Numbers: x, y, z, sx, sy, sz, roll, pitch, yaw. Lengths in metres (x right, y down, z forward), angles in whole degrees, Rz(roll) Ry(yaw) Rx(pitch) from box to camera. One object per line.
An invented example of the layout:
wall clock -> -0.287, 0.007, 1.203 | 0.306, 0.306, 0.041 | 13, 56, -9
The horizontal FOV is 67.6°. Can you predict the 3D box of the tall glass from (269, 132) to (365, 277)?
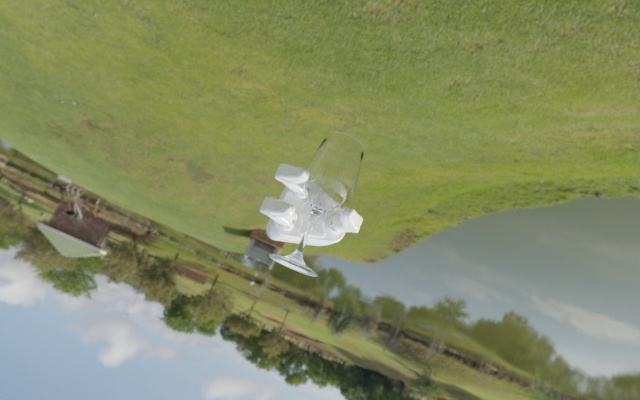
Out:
tall glass -> 0.000, 0.003, 0.685 | 0.079, 0.201, 0.079 | 21, -15, 6
